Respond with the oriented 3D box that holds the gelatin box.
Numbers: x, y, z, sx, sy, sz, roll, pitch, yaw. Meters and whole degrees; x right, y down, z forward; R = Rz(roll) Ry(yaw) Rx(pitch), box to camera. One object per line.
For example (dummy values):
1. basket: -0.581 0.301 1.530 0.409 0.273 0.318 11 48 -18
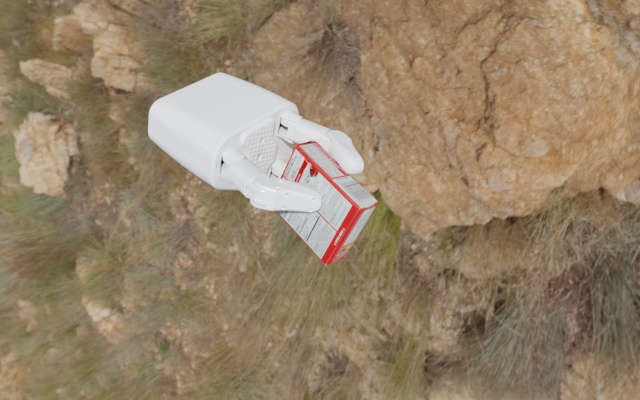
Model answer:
1. gelatin box: 0.000 0.002 0.431 0.030 0.073 0.089 -17 55 -46
